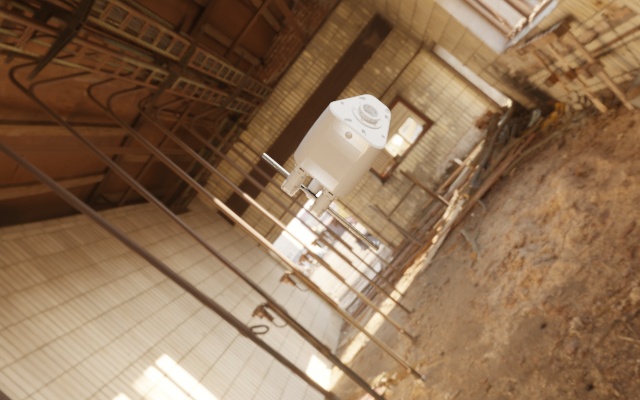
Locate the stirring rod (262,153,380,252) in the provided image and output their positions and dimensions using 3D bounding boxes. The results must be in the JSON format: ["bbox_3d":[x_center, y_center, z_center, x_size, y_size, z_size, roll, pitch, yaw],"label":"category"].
[{"bbox_3d":[0.000,0.003,0.770,0.239,0.011,0.011,40,1,2],"label":"stirring rod"}]
